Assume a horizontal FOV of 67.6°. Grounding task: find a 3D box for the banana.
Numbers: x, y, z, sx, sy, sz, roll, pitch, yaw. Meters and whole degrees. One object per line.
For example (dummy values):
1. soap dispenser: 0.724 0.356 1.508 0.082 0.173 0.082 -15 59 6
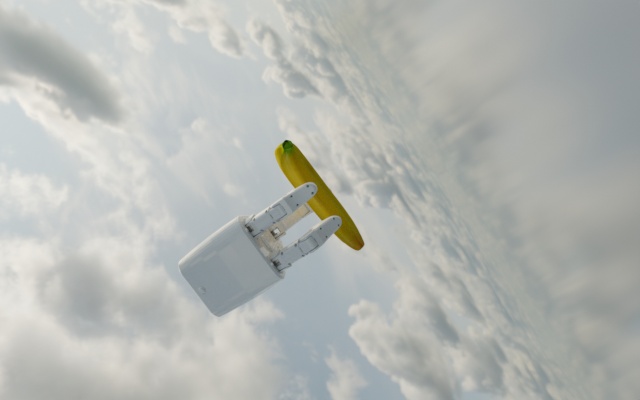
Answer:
1. banana: -0.006 -0.009 0.626 0.037 0.198 0.069 -36 32 4
